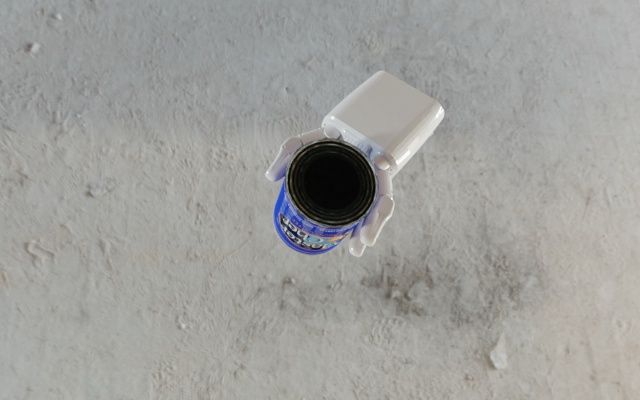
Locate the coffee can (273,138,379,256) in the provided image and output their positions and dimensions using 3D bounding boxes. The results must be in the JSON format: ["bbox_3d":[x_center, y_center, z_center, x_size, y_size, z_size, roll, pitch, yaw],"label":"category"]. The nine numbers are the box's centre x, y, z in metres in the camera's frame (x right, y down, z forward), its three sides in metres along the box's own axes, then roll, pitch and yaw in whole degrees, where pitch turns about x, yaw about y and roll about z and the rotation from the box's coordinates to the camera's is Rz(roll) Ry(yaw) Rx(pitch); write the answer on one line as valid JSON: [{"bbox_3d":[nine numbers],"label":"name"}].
[{"bbox_3d":[0.000,0.002,0.570,0.103,0.102,0.140,0,-18,-11],"label":"coffee can"}]
